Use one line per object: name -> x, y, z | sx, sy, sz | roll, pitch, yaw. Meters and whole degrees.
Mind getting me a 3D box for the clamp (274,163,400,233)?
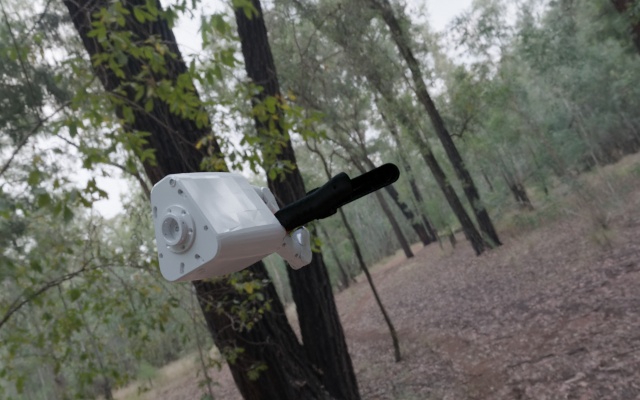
clamp -> 0.000, 0.001, 0.555 | 0.171, 0.039, 0.120 | -29, -14, 27
